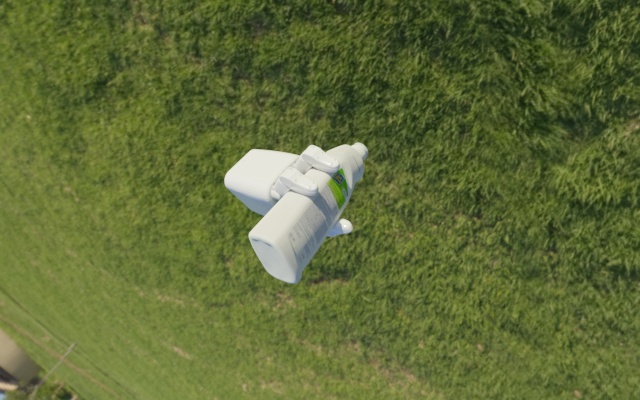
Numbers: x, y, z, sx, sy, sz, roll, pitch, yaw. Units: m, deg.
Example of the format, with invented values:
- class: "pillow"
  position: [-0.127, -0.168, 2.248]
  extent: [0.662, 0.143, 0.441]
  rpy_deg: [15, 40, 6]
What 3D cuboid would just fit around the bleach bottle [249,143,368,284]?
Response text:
- class: "bleach bottle"
  position: [0.000, 0.002, 0.738]
  extent: [0.068, 0.103, 0.250]
  rpy_deg: [13, 49, 37]
